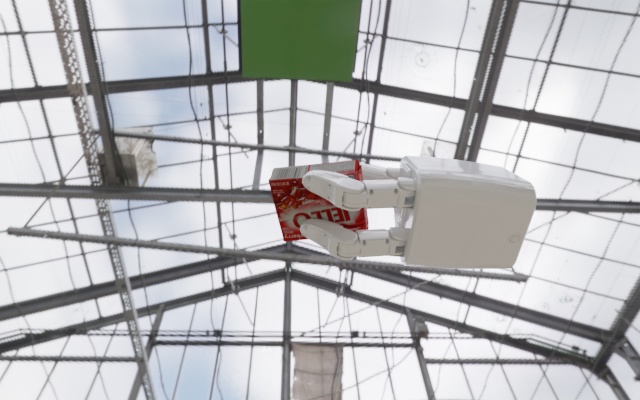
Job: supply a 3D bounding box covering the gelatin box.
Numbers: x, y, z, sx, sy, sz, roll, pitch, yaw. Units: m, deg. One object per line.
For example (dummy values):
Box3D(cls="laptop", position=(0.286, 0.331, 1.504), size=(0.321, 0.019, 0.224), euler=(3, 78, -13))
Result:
Box3D(cls="gelatin box", position=(0.000, 0.001, 0.473), size=(0.089, 0.073, 0.030), euler=(-5, 32, 10))
